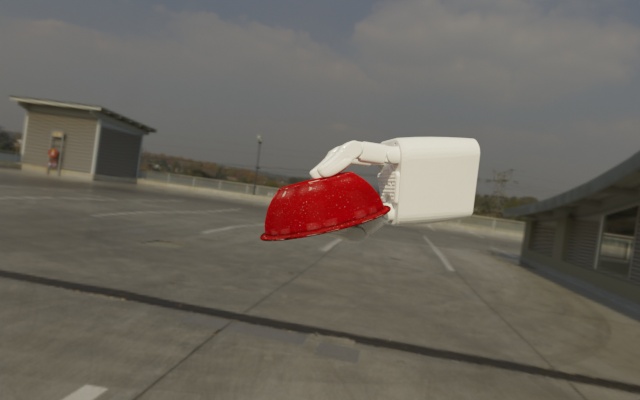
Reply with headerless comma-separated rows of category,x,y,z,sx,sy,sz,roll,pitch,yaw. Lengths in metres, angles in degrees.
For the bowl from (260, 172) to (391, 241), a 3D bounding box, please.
bowl,-0.001,0.002,0.573,0.162,0.055,0.162,-13,5,1
